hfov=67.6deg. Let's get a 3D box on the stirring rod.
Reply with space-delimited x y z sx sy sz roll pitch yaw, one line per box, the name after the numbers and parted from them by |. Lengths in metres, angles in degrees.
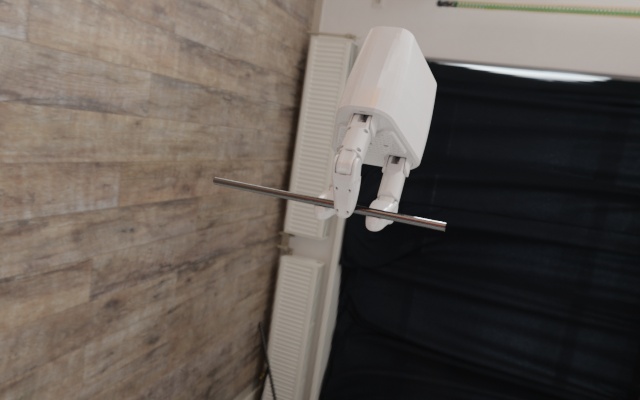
0.000 0.001 0.465 0.239 0.011 0.011 11 4 19 | stirring rod
